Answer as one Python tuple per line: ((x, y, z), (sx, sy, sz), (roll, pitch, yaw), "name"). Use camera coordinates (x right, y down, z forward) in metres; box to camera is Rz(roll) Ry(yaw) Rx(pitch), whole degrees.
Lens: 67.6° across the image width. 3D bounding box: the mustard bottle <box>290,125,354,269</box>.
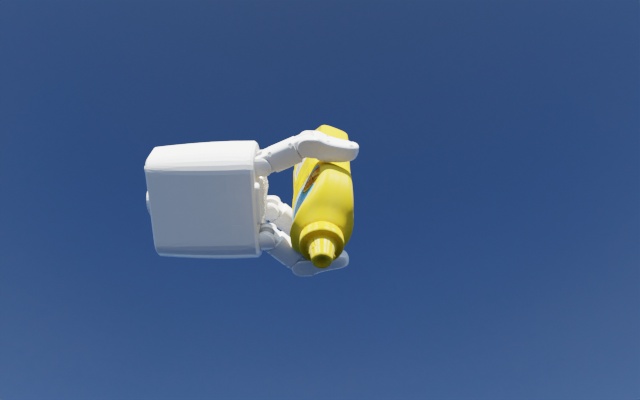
((0.000, 0.002, 0.495), (0.058, 0.096, 0.191), (20, 30, -12), "mustard bottle")
